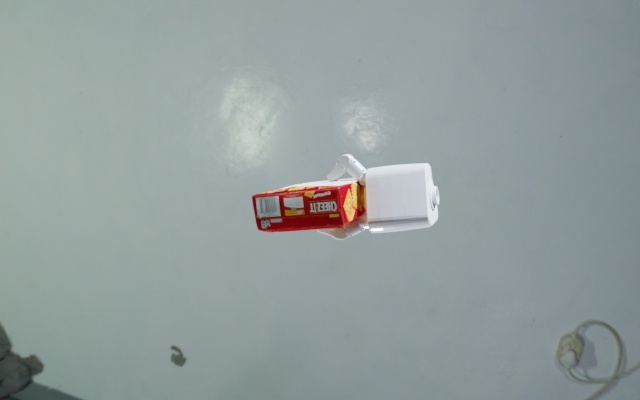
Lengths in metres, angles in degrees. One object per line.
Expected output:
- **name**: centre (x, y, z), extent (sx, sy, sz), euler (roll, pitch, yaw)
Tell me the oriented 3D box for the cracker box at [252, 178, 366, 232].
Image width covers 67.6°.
- **cracker box**: centre (0.000, 0.003, 0.879), extent (0.164, 0.072, 0.213), euler (-5, 6, 23)
